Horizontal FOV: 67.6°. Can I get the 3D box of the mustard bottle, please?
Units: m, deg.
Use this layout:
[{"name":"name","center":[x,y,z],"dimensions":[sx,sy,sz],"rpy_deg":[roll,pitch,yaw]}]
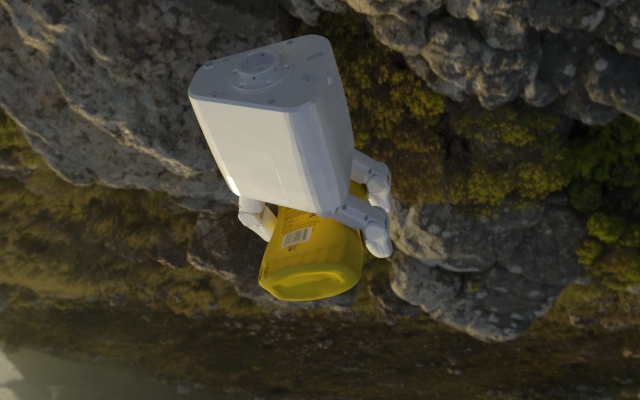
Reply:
[{"name":"mustard bottle","center":[0.000,0.002,0.478],"dimensions":[0.096,0.191,0.058],"rpy_deg":[-20,-47,31]}]
